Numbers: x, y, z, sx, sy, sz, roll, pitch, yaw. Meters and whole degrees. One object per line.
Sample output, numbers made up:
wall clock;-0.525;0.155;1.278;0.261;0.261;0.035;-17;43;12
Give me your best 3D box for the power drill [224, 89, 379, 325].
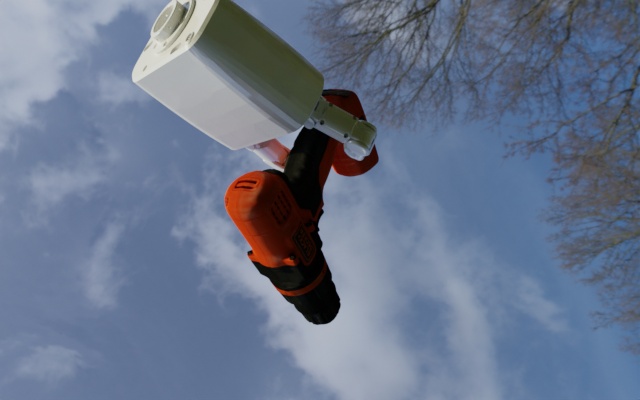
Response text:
power drill;0.000;0.001;0.451;0.057;0.187;0.185;2;-42;27
